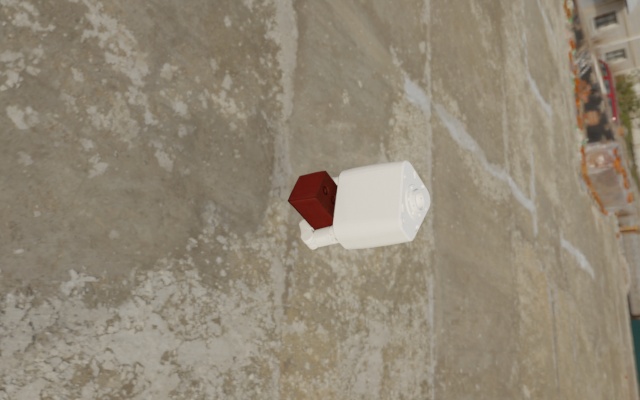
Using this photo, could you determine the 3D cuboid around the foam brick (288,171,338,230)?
[{"bbox_3d":[0.000,0.002,0.706,0.051,0.053,0.078,-9,-45,36],"label":"foam brick"}]
